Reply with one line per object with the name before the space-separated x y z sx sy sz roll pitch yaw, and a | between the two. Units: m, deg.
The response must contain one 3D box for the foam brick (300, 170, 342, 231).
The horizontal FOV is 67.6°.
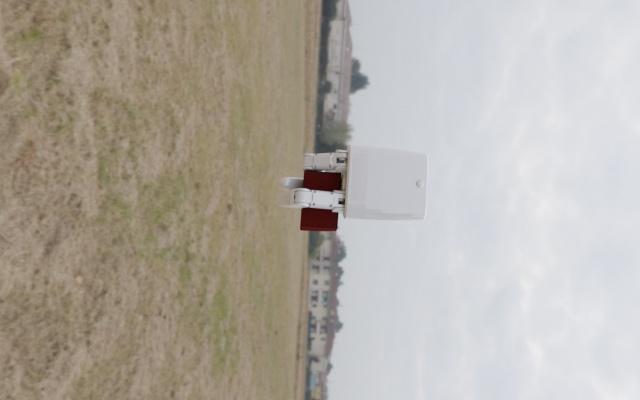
foam brick | 0.000 0.002 0.654 0.051 0.078 0.053 4 -8 -1
